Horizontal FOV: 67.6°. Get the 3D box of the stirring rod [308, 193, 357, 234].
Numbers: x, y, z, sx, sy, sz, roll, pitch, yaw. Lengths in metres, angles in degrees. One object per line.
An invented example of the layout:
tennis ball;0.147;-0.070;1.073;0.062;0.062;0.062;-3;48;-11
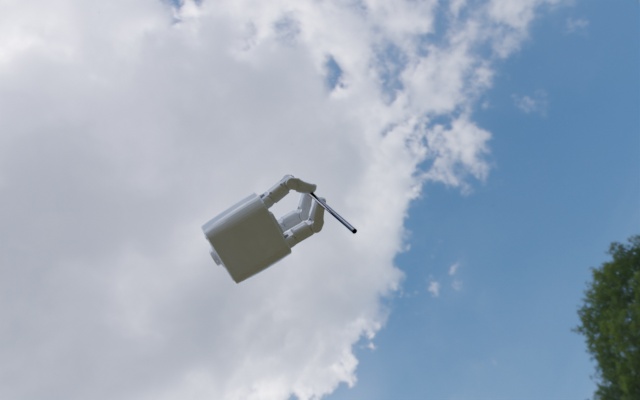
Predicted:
stirring rod;0.000;0.003;0.767;0.011;0.011;0.239;0;20;-25
